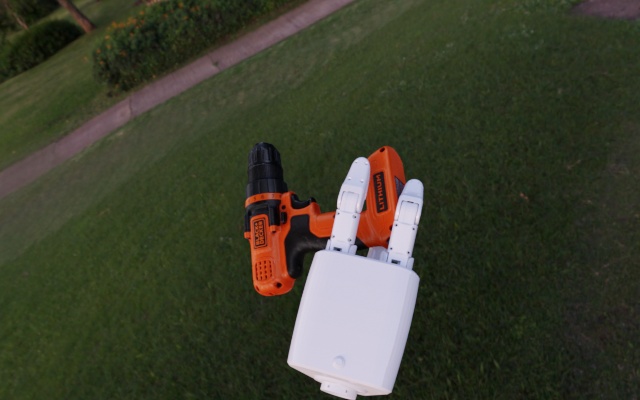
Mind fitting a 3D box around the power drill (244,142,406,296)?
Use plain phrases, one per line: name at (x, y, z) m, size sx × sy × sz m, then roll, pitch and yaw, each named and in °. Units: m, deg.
power drill at (0.000, 0.002, 0.530) m, size 0.187 × 0.184 × 0.057 m, roll -15°, pitch -19°, yaw 25°
